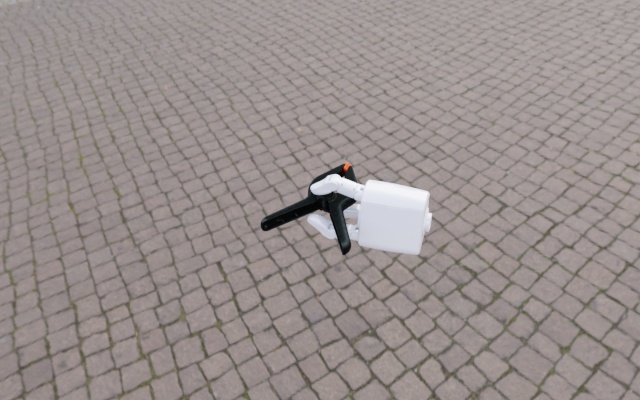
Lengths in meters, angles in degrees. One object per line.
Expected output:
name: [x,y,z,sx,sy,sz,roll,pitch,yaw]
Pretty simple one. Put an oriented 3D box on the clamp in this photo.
clamp: [0.000,0.002,0.850,0.164,0.036,0.209,11,44,16]
